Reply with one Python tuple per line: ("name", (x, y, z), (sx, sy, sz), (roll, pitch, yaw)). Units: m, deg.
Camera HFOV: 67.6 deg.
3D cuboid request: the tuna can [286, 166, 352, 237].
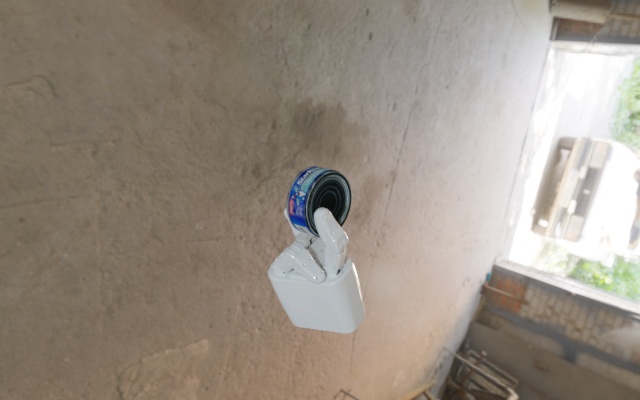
("tuna can", (0.000, 0.002, 0.593), (0.033, 0.086, 0.086), (14, 10, 42))
